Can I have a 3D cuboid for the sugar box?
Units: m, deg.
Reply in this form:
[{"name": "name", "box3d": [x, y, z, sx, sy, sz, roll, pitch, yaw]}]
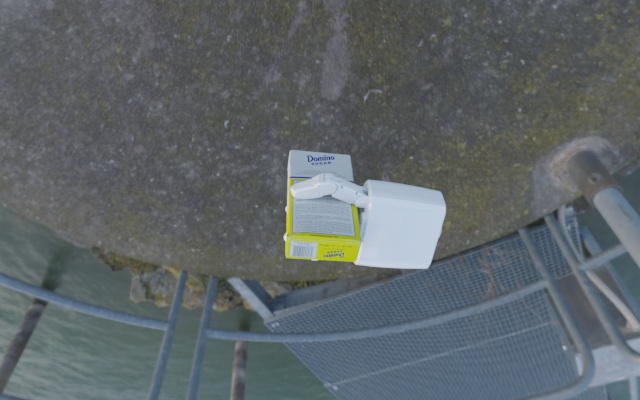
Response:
[{"name": "sugar box", "box3d": [0.000, 0.003, 0.653, 0.093, 0.048, 0.176, 5, 40, -6]}]
